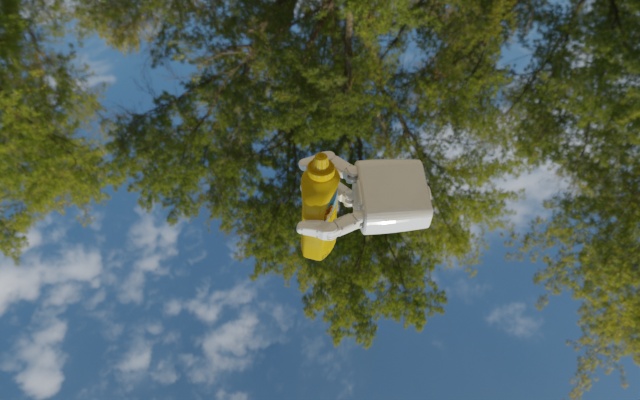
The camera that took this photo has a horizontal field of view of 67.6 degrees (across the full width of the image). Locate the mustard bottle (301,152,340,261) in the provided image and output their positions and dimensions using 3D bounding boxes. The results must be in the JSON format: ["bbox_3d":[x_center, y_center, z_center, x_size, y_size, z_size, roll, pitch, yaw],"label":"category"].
[{"bbox_3d":[0.000,0.003,0.752,0.058,0.096,0.192,14,-42,11],"label":"mustard bottle"}]
